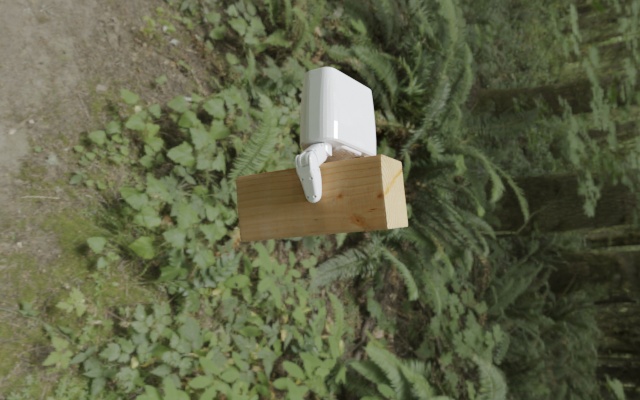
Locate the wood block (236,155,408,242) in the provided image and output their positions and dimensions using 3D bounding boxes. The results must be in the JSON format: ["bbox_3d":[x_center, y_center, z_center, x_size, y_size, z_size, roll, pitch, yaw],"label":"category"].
[{"bbox_3d":[0.000,0.002,0.636,0.206,0.090,0.091,-7,-5,25],"label":"wood block"}]
